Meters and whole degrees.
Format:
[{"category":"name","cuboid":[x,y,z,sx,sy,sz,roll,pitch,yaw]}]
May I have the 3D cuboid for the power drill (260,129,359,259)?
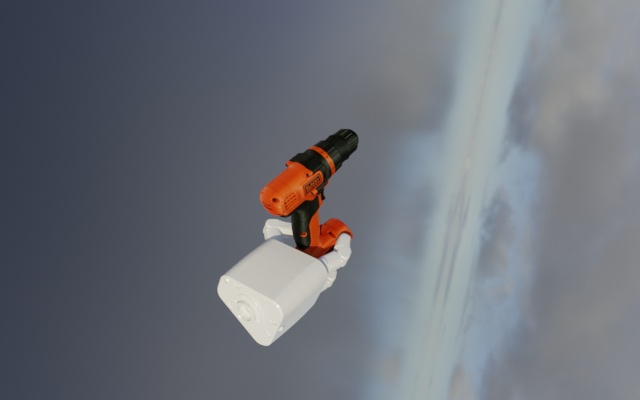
[{"category":"power drill","cuboid":[0.000,0.003,0.728,0.057,0.188,0.184,28,56,38]}]
